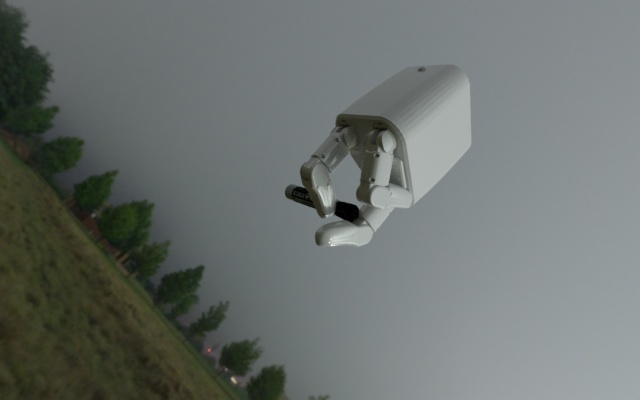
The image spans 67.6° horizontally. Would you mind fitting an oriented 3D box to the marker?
[{"bbox_3d":[0.000,0.002,0.516,0.020,0.020,0.121,0,11,-36],"label":"marker"}]
